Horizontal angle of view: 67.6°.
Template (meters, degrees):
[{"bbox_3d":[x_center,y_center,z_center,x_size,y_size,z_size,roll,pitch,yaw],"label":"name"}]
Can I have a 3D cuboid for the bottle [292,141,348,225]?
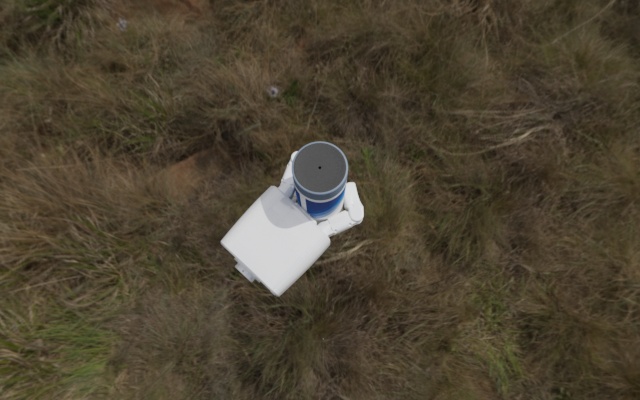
[{"bbox_3d":[0.000,0.002,0.698,0.069,0.069,0.296,0,-16,0],"label":"bottle"}]
